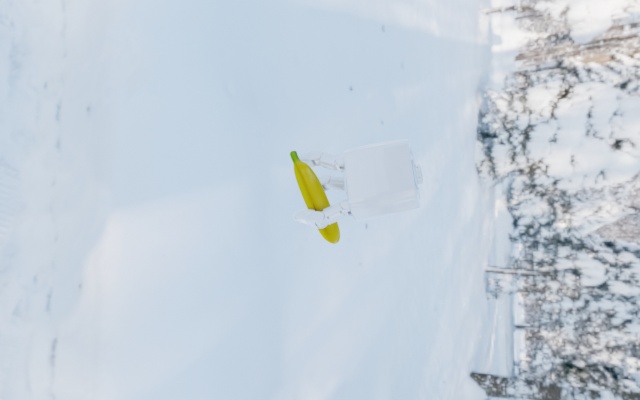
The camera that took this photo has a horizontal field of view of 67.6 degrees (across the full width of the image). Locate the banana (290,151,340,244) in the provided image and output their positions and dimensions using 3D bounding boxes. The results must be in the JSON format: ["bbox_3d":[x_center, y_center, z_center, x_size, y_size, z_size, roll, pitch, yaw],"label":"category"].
[{"bbox_3d":[-0.001,0.009,0.812,0.037,0.198,0.069,-19,29,9],"label":"banana"}]
